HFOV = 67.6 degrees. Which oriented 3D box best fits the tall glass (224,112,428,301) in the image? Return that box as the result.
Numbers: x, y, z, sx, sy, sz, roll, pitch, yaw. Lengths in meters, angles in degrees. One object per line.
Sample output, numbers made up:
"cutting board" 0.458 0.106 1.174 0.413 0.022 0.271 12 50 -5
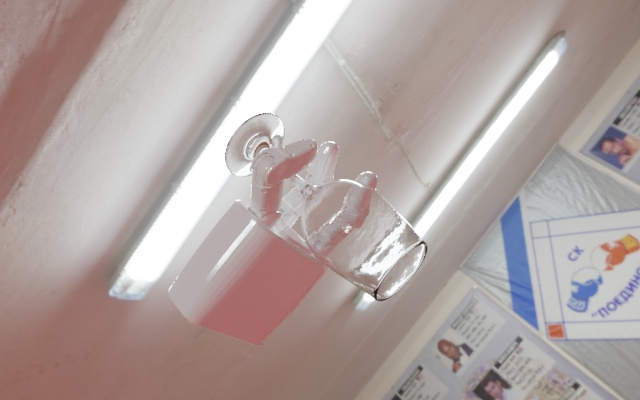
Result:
"tall glass" 0.000 0.001 0.432 0.201 0.079 0.079 40 22 29
